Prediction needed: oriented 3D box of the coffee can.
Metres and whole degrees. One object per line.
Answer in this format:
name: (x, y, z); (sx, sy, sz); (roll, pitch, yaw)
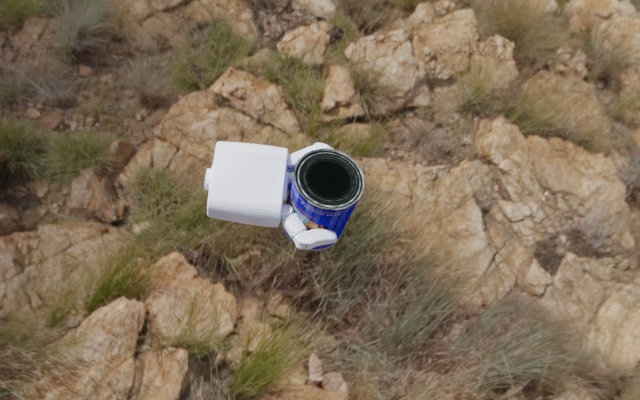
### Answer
coffee can: (0.000, 0.003, 0.727); (0.103, 0.102, 0.140); (0, -29, -12)
